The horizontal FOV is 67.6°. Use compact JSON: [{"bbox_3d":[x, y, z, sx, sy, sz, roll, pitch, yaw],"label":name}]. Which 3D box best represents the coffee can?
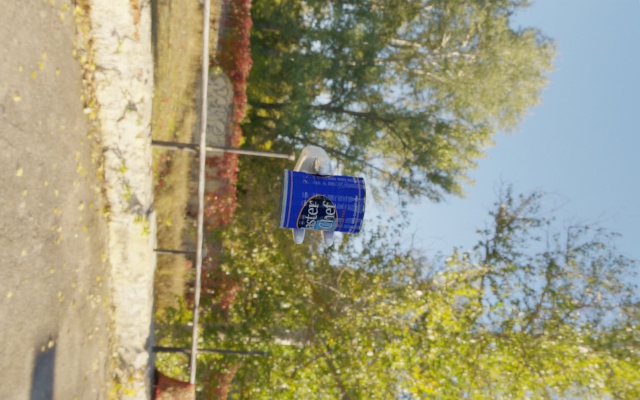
[{"bbox_3d":[0.000,0.003,0.839,0.140,0.103,0.103,5,-1,-7],"label":"coffee can"}]
